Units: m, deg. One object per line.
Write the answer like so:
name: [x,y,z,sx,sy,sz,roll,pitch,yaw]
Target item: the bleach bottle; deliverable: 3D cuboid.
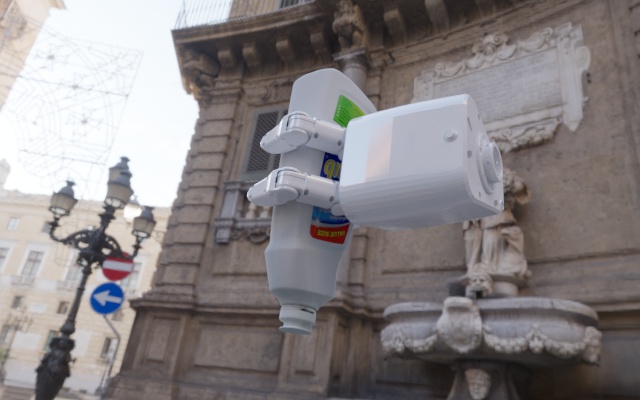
bleach bottle: [0.000,0.001,0.461,0.068,0.250,0.103,-10,-30,34]
